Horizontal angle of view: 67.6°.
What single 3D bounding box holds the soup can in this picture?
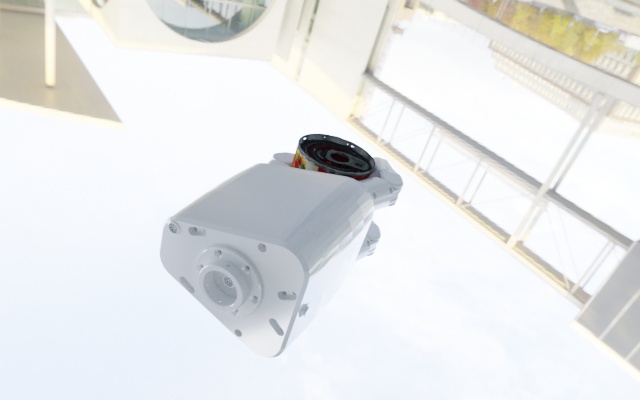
[{"bbox_3d":[0.000,0.001,0.424,0.068,0.102,0.068,14,30,-8],"label":"soup can"}]
